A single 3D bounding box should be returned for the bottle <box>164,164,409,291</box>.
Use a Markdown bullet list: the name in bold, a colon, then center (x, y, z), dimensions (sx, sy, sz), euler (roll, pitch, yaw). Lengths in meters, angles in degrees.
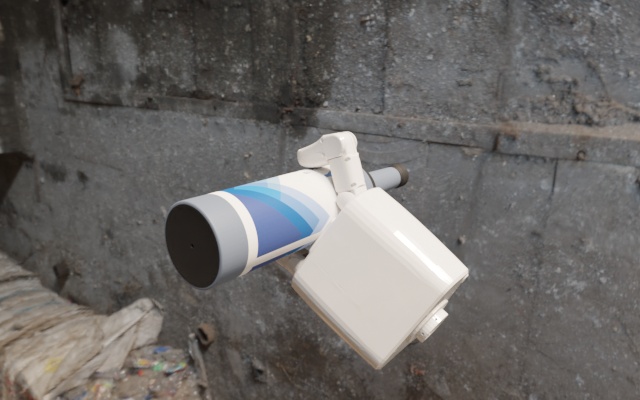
- **bottle**: center (0.000, 0.001, 0.449), dimensions (0.069, 0.069, 0.295), euler (0, 12, 40)
